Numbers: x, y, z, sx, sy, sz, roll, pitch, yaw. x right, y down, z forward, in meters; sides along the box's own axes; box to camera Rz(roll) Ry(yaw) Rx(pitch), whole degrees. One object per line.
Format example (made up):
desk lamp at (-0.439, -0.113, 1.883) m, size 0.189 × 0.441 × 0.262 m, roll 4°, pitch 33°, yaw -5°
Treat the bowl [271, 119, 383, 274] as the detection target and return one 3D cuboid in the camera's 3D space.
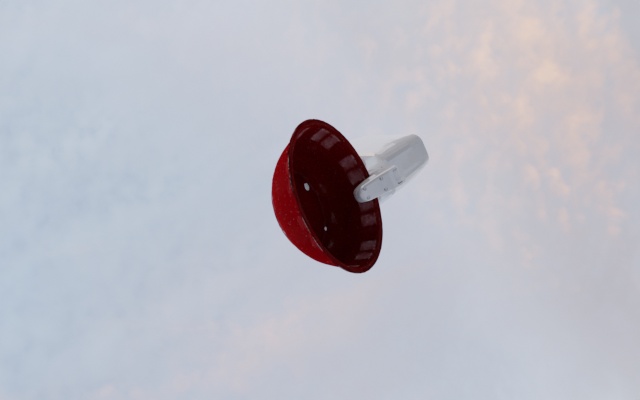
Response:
bowl at (-0.001, 0.002, 0.487) m, size 0.055 × 0.162 × 0.162 m, roll -21°, pitch -11°, yaw 30°
